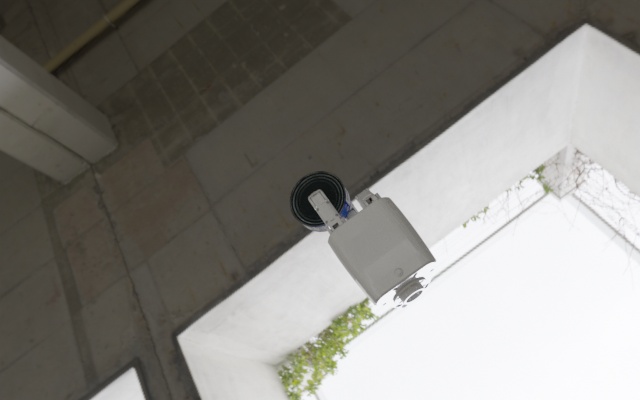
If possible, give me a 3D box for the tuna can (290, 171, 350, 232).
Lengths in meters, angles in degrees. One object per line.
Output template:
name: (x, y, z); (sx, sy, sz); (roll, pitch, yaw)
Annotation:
tuna can: (0.000, 0.002, 0.703); (0.086, 0.086, 0.034); (0, -20, 19)
